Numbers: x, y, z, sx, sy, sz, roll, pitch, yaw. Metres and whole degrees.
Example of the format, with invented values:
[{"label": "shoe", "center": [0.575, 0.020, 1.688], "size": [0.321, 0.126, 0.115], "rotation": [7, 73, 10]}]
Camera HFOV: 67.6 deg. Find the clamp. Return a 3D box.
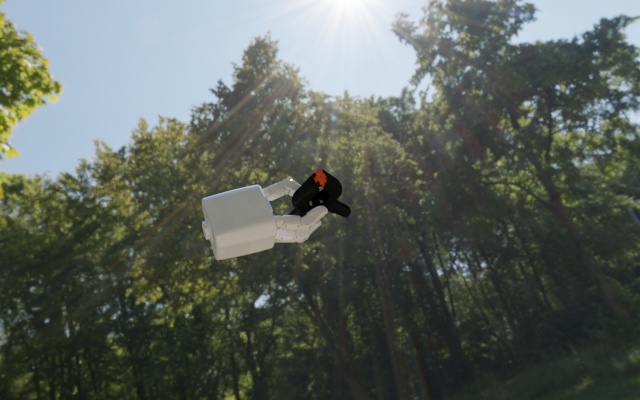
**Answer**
[{"label": "clamp", "center": [0.000, 0.002, 0.887], "size": [0.164, 0.036, 0.210], "rotation": [-15, -24, -20]}]
